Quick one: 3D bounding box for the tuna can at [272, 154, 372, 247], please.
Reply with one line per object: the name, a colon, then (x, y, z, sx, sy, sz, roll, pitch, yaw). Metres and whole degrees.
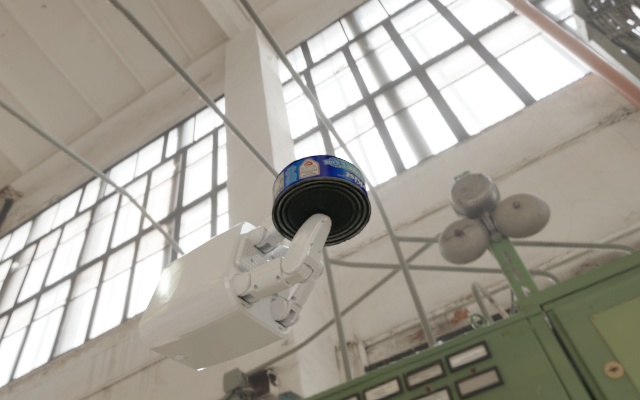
tuna can: (0.000, 0.001, 0.420, 0.086, 0.033, 0.086, -3, -45, -3)
